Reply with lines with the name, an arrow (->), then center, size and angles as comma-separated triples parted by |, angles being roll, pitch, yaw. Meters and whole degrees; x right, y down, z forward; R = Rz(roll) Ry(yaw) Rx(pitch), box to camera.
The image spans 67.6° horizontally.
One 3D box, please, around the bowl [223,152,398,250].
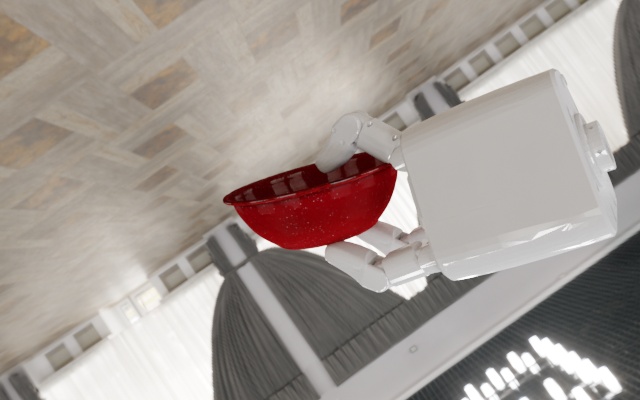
bowl -> -0.001, 0.002, 0.419 | 0.162, 0.055, 0.162 | -14, 11, 3
